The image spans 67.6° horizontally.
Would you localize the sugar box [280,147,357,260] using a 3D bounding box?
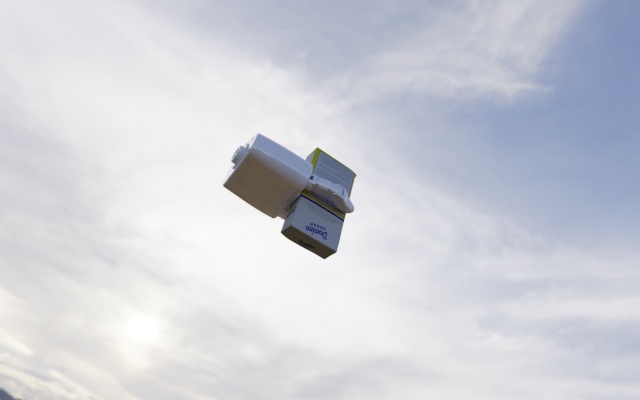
[{"bbox_3d":[0.000,0.003,0.813,0.093,0.176,0.048,32,-38,-18],"label":"sugar box"}]
